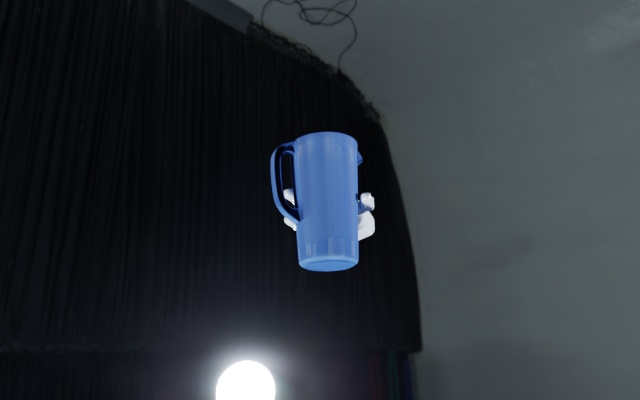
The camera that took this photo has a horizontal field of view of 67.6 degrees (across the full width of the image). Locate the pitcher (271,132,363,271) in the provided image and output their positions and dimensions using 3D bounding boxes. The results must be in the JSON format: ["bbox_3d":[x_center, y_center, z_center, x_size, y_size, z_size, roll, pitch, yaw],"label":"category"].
[{"bbox_3d":[0.000,0.003,0.891,0.149,0.242,0.145,-9,-20,17],"label":"pitcher"}]
